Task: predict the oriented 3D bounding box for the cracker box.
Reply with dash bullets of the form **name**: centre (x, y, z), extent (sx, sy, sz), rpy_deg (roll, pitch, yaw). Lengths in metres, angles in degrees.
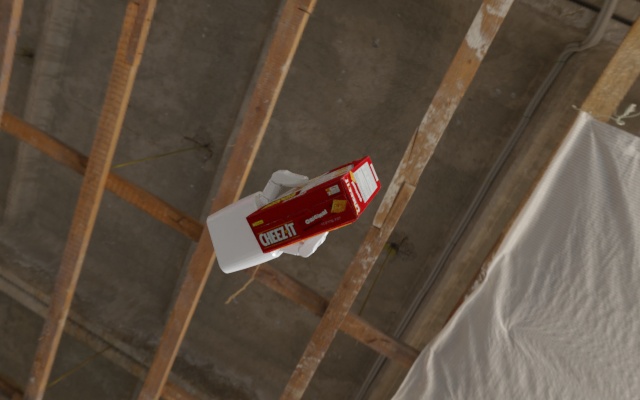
- **cracker box**: centre (0.000, 0.002, 0.781), extent (0.164, 0.072, 0.213), rpy_deg (-22, 7, 20)
